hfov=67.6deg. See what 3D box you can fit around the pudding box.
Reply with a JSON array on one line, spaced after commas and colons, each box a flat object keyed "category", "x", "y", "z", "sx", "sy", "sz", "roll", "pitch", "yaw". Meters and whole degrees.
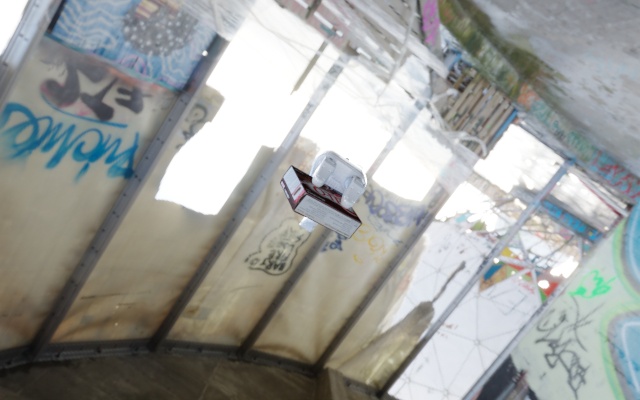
[{"category": "pudding box", "x": 0.000, "y": 0.002, "z": 0.722, "sx": 0.113, "sy": 0.039, "sz": 0.090, "roll": 26, "pitch": 18, "yaw": -30}]
